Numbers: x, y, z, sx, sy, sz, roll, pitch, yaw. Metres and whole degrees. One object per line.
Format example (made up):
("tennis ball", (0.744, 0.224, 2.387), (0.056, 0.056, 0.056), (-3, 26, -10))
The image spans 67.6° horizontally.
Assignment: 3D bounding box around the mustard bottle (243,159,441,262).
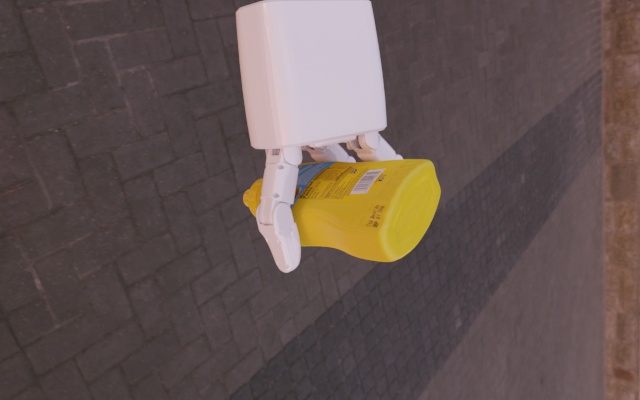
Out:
("mustard bottle", (0.000, 0.002, 0.424), (0.191, 0.058, 0.096), (4, 41, 40))
